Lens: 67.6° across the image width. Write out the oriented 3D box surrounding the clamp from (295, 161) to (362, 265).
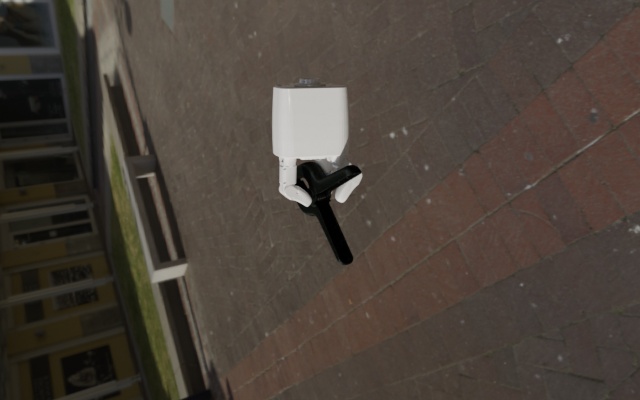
[{"bbox_3d":[-0.001,0.002,0.792,0.036,0.165,0.210,-10,21,-29],"label":"clamp"}]
